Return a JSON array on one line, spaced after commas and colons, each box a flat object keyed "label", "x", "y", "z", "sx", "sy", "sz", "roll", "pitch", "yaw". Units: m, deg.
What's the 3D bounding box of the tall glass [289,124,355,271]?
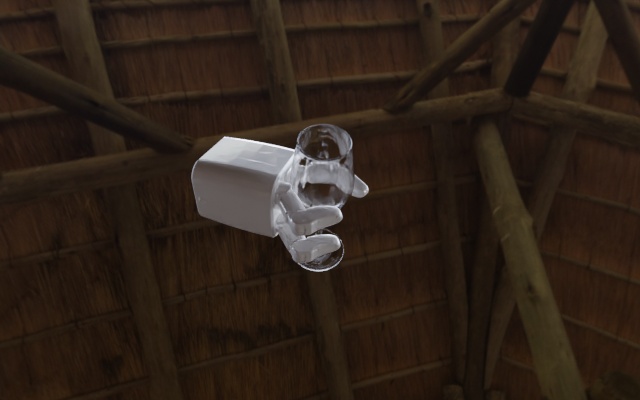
[{"label": "tall glass", "x": 0.000, "y": 0.002, "z": 0.601, "sx": 0.079, "sy": 0.079, "sz": 0.201, "roll": 0, "pitch": -42, "yaw": -4}]
